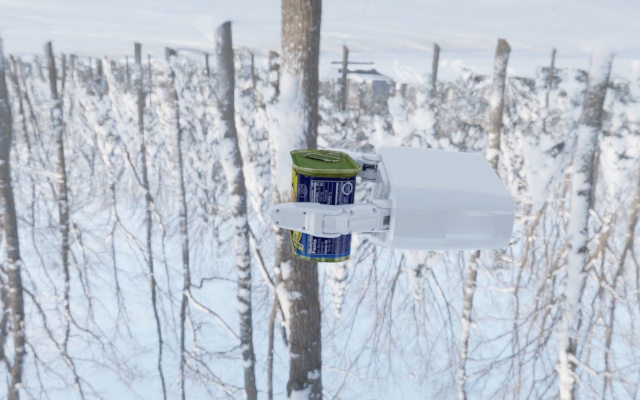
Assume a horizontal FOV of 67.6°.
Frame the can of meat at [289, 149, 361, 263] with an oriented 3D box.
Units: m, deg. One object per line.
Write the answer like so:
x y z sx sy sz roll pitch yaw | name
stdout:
0.000 0.002 0.445 0.057 0.084 0.102 1 15 -7 | can of meat
